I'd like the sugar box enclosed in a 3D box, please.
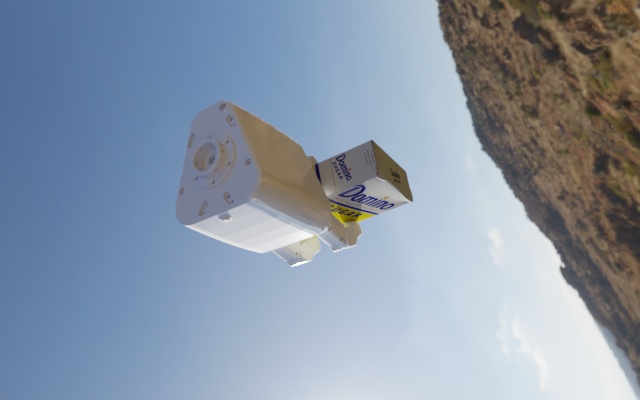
[{"bbox_3d":[0.000,0.002,0.513,0.176,0.048,0.093,-20,-26,25],"label":"sugar box"}]
